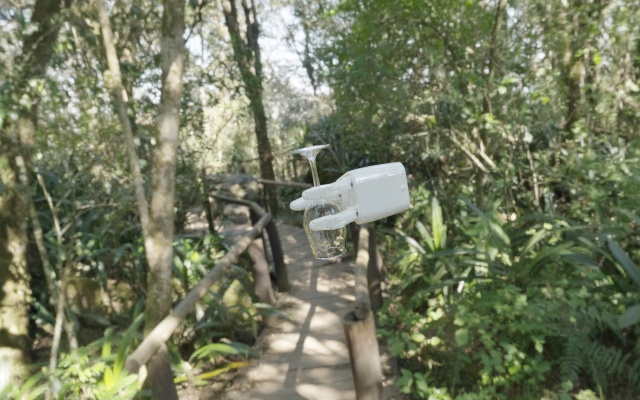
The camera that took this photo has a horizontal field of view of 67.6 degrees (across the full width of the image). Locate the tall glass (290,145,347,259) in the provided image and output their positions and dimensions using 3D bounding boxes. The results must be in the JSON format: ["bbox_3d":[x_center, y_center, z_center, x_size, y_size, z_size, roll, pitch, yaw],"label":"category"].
[{"bbox_3d":[0.000,0.002,0.875,0.079,0.201,0.079,-10,10,2],"label":"tall glass"}]
